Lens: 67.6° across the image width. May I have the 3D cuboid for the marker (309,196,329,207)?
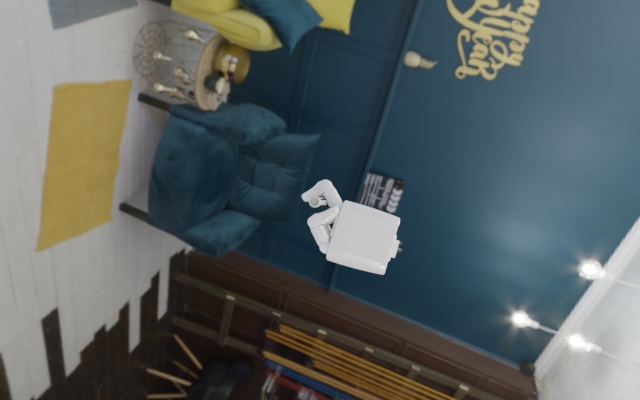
[{"bbox_3d":[0.000,0.003,0.853,0.020,0.020,0.121,0,-1,10],"label":"marker"}]
